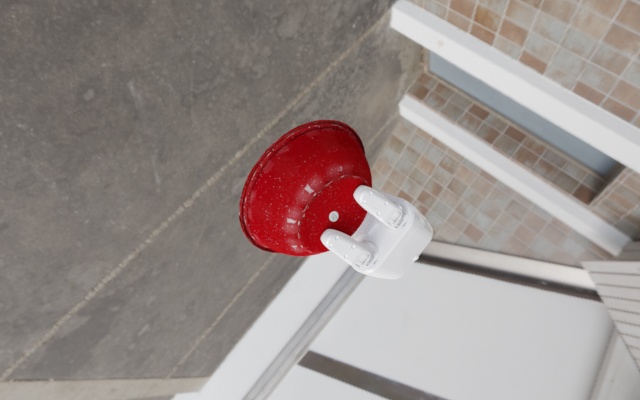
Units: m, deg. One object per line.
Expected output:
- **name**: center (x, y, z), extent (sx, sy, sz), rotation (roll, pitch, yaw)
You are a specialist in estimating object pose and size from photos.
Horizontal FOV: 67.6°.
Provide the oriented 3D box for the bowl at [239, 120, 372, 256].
- **bowl**: center (-0.001, 0.002, 0.490), extent (0.162, 0.162, 0.055), rotation (0, 30, -42)
